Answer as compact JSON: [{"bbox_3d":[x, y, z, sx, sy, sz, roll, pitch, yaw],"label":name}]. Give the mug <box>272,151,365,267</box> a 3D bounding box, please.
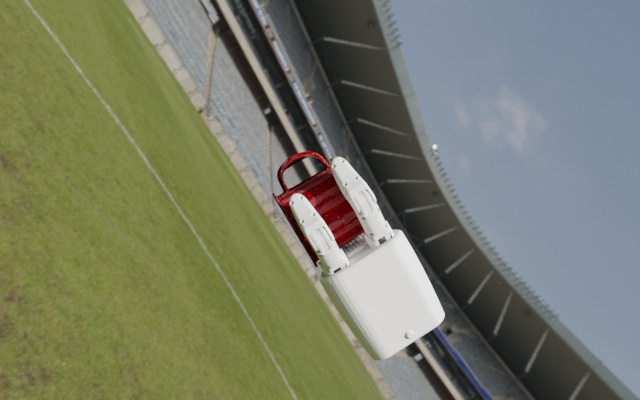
[{"bbox_3d":[0.000,0.000,0.515,0.081,0.117,0.093,-31,10,-4],"label":"mug"}]
